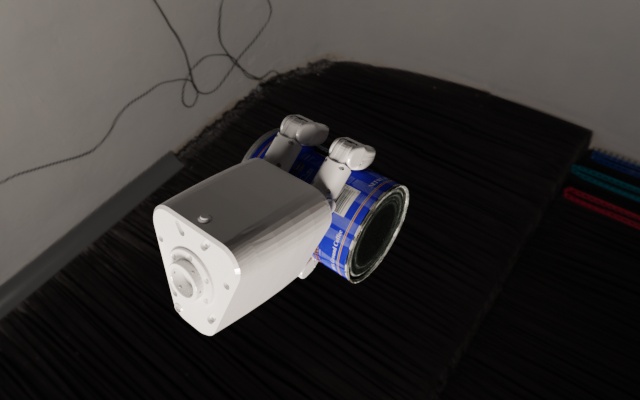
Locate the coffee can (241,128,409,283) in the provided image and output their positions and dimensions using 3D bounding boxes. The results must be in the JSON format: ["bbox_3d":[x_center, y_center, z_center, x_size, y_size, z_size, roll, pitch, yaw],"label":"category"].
[{"bbox_3d":[0.000,0.001,0.471,0.140,0.103,0.103,29,13,26],"label":"coffee can"}]
